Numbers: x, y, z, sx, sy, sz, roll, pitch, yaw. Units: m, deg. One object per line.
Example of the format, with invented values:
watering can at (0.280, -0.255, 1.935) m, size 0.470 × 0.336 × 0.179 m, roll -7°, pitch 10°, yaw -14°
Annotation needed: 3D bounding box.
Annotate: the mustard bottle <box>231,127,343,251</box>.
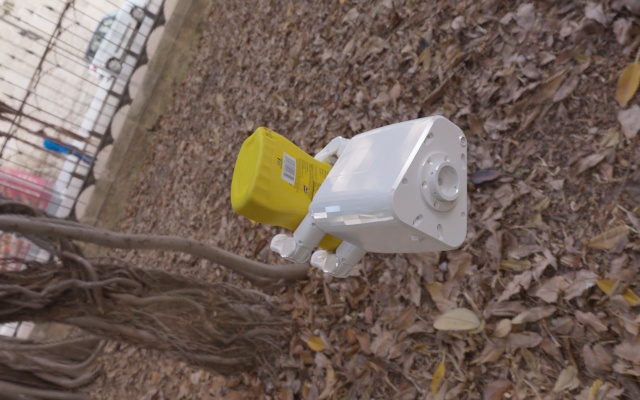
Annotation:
mustard bottle at (0.000, 0.002, 0.518) m, size 0.192 × 0.096 × 0.058 m, roll 26°, pitch -42°, yaw -30°
